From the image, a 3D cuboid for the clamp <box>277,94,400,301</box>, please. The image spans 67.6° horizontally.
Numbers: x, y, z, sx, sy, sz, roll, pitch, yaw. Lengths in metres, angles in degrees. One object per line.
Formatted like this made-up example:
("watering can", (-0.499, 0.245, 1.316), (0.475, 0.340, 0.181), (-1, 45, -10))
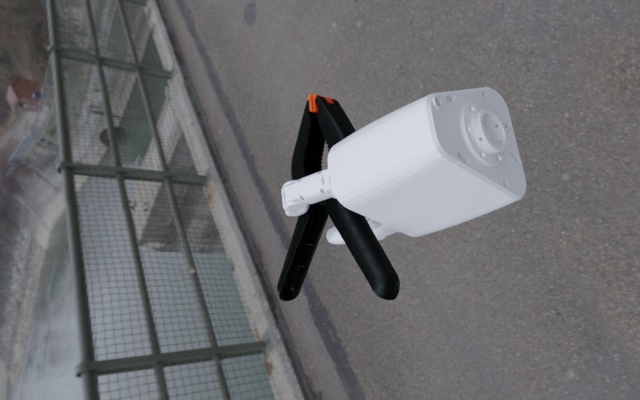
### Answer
("clamp", (0.000, 0.001, 0.470), (0.036, 0.210, 0.164), (6, -20, -38))
